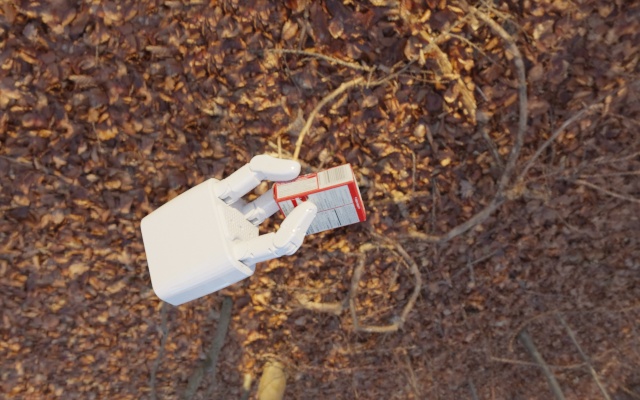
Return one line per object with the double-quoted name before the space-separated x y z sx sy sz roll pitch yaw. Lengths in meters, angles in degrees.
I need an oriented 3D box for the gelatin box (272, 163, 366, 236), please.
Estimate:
"gelatin box" 0.000 0.002 0.532 0.089 0.030 0.073 -14 -40 7
